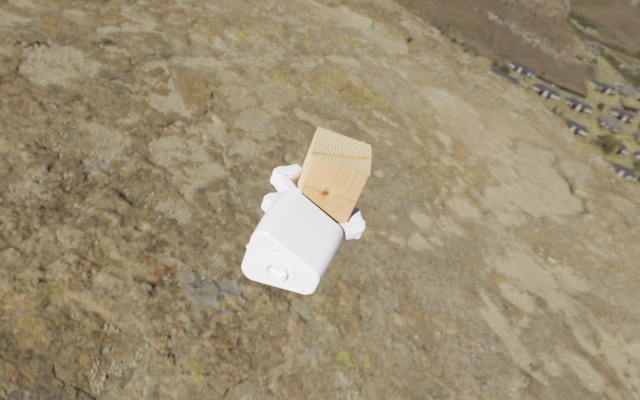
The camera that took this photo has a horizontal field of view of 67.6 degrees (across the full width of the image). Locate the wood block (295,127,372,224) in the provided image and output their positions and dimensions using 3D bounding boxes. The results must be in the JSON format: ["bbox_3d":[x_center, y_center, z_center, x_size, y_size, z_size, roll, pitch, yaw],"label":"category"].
[{"bbox_3d":[0.000,0.003,0.759,0.091,0.206,0.090,19,37,-7],"label":"wood block"}]
